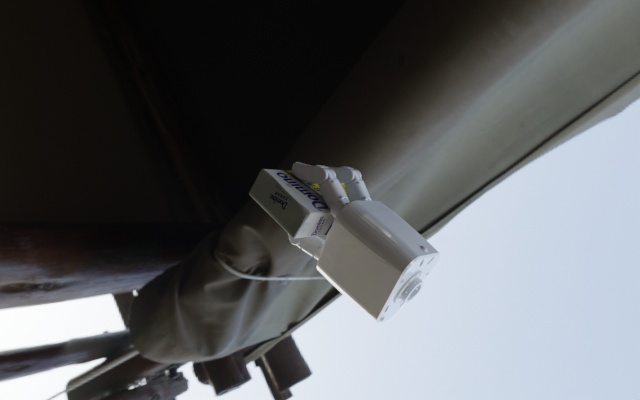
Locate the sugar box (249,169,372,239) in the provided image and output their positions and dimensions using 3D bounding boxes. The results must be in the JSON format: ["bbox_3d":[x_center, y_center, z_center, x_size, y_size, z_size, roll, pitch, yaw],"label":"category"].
[{"bbox_3d":[0.001,0.002,0.634,0.093,0.048,0.176,42,21,28],"label":"sugar box"}]
